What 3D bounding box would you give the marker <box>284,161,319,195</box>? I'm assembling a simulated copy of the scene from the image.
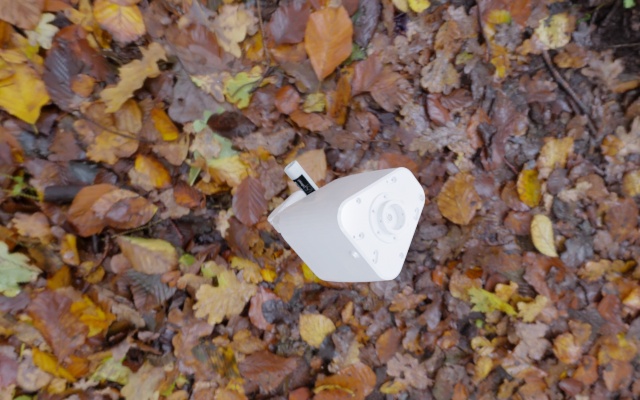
[{"bbox_3d":[0.000,0.002,0.592,0.020,0.121,0.020,-35,18,14],"label":"marker"}]
